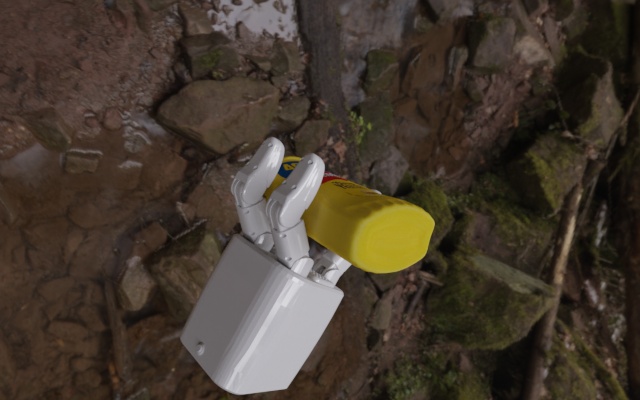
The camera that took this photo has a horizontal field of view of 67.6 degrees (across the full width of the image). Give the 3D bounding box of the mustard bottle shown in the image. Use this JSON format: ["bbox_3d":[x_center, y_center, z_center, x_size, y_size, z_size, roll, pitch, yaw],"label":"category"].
[{"bbox_3d":[0.000,0.001,0.431,0.096,0.058,0.191,0,18,-42],"label":"mustard bottle"}]
